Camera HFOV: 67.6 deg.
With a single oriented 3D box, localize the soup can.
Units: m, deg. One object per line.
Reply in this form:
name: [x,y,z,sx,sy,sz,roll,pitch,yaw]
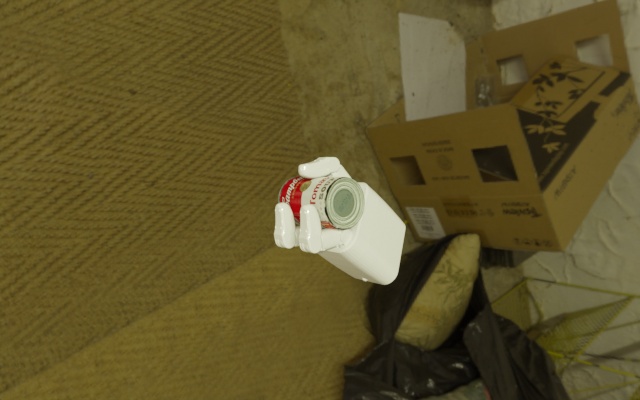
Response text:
soup can: [0.000,0.002,0.633,0.068,0.068,0.102,0,2,-39]
